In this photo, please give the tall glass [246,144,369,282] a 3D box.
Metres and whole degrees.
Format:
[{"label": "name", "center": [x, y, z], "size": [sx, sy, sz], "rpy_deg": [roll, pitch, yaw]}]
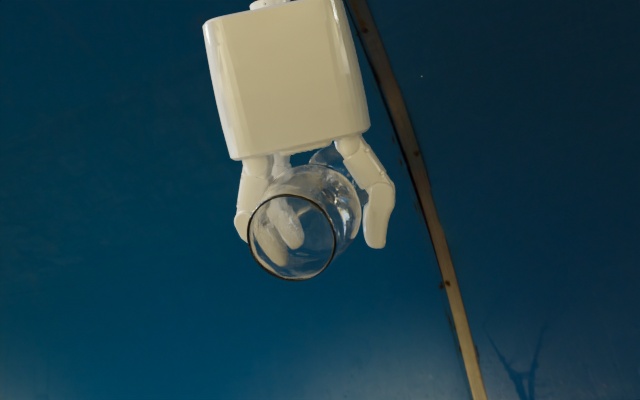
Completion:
[{"label": "tall glass", "center": [0.000, 0.001, 0.409], "size": [0.079, 0.079, 0.201], "rpy_deg": [0, 14, 12]}]
